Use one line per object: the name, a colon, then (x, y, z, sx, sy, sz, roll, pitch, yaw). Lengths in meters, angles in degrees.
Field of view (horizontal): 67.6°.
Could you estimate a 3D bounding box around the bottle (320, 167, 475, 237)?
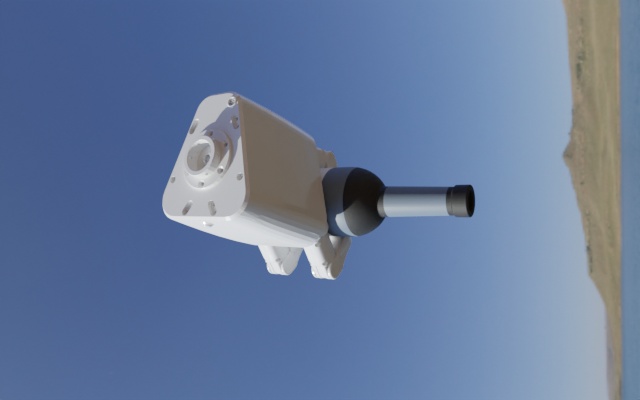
bottle: (0.000, 0.002, 0.473, 0.296, 0.069, 0.069, -1, 0, 32)
